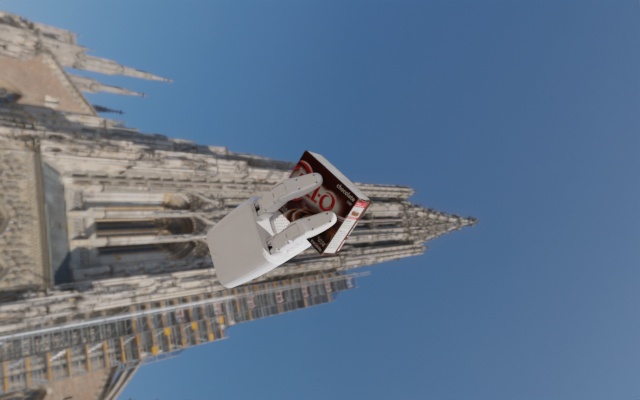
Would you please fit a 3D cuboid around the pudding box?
[{"bbox_3d":[0.000,0.002,0.622,0.113,0.090,0.039,43,21,31],"label":"pudding box"}]
